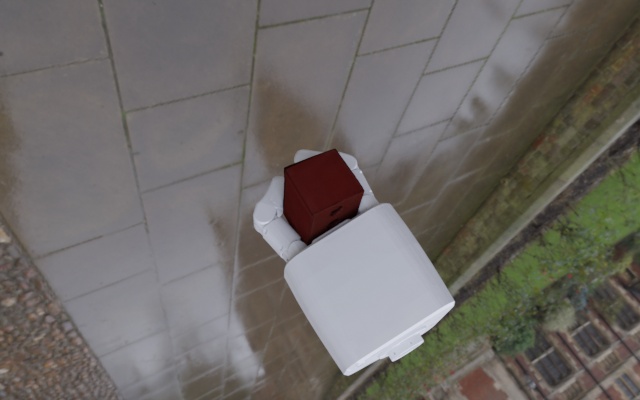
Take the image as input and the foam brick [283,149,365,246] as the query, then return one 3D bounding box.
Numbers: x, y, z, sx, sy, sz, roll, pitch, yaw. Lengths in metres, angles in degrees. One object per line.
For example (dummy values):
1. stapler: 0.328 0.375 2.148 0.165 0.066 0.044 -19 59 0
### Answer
1. foam brick: 0.000 0.001 0.431 0.053 0.051 0.078 -24 -25 -18
